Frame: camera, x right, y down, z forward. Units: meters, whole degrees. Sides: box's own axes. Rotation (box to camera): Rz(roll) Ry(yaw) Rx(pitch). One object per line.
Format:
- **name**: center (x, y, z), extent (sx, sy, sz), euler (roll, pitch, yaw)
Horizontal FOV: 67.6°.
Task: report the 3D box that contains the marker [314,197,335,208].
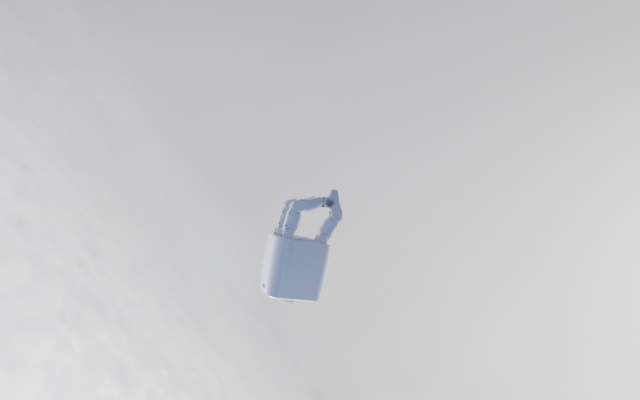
- **marker**: center (0.000, 0.003, 0.888), extent (0.020, 0.020, 0.121), euler (0, 1, -16)
